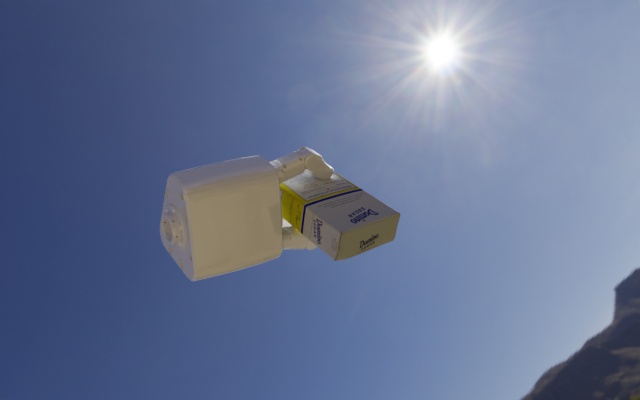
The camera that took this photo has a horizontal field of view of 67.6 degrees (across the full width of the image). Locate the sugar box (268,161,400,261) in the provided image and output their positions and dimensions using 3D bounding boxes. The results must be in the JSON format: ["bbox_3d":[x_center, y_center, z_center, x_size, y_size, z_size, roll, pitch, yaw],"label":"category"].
[{"bbox_3d":[0.000,0.002,0.578,0.093,0.048,0.176,-15,39,-36],"label":"sugar box"}]
